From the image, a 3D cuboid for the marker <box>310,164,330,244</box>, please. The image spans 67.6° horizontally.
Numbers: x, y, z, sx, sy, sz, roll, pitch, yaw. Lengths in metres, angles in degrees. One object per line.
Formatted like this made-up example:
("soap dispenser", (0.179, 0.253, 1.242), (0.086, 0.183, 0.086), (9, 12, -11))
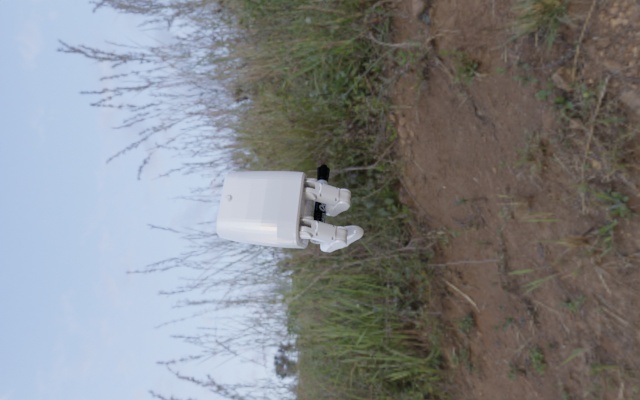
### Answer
("marker", (0.000, 0.002, 0.677), (0.020, 0.121, 0.020), (4, -27, 2))
